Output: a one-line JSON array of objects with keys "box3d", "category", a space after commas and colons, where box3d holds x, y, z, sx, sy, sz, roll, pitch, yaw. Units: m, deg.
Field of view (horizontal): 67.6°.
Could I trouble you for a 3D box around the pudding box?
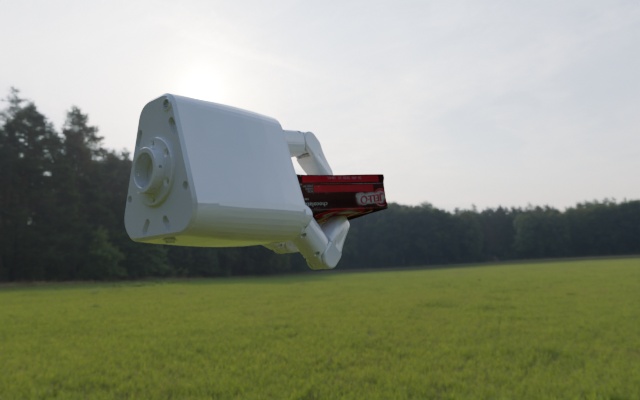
[{"box3d": [0.000, 0.001, 0.474, 0.090, 0.039, 0.113, -1, -7, -22], "category": "pudding box"}]
